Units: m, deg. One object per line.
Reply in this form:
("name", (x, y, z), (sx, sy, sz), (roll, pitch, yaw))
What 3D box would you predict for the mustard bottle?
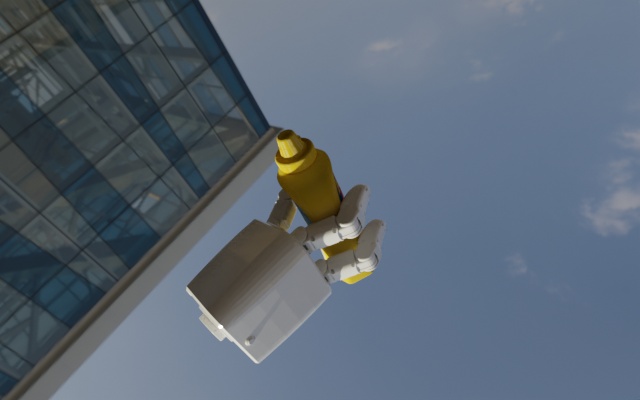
("mustard bottle", (0.000, 0.002, 0.518), (0.058, 0.192, 0.096), (-27, 40, 2))
